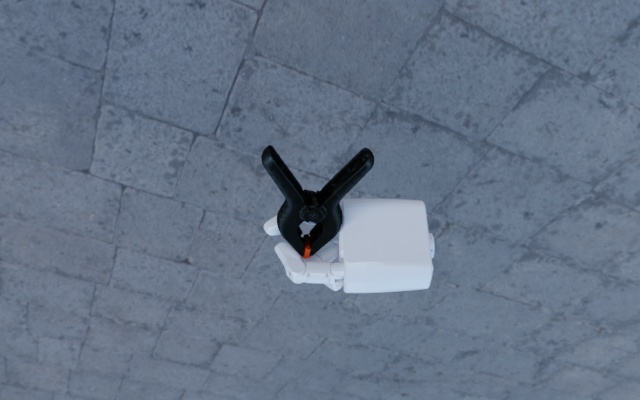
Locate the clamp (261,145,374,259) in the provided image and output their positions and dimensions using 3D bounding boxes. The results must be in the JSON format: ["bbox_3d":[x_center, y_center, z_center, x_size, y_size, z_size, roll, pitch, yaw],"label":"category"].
[{"bbox_3d":[0.000,0.002,0.555,0.120,0.039,0.172,-1,-43,1],"label":"clamp"}]
